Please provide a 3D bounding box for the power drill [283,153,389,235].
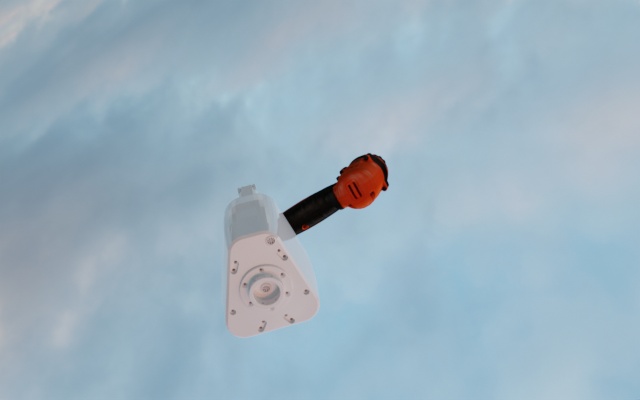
[{"bbox_3d":[0.000,0.002,0.609,0.188,0.057,0.184,-31,2,17],"label":"power drill"}]
